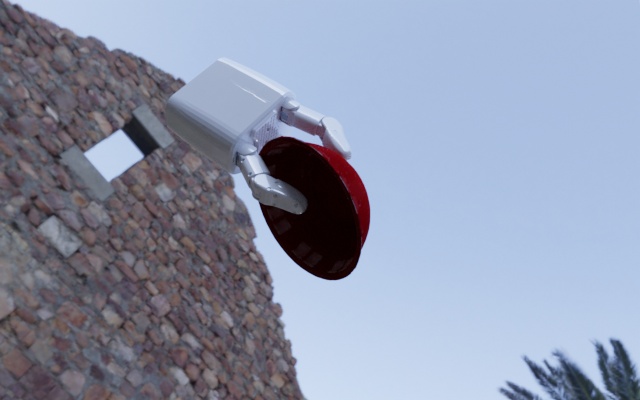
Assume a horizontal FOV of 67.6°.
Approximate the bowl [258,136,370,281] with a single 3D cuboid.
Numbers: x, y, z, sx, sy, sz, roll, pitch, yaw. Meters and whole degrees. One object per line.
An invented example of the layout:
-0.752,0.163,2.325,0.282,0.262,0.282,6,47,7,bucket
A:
0.001,0.003,0.510,0.055,0.162,0.162,-28,17,-36,bowl
